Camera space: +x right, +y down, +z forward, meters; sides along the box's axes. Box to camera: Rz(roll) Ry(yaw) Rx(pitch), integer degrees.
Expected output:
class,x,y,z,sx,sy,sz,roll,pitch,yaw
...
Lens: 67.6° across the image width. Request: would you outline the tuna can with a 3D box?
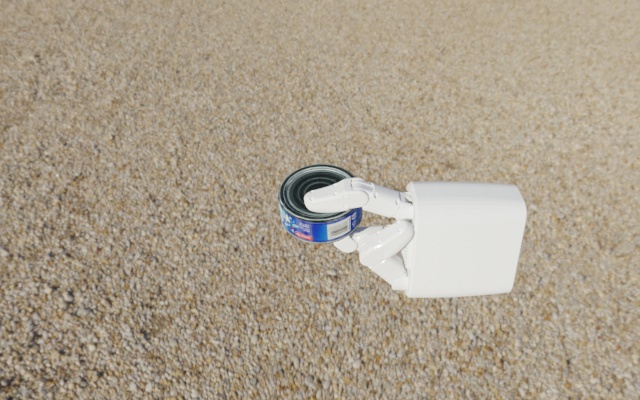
class,x,y,z,sx,sy,sz,roll,pitch,yaw
tuna can,0.000,0.001,0.487,0.086,0.034,0.086,-2,45,2
